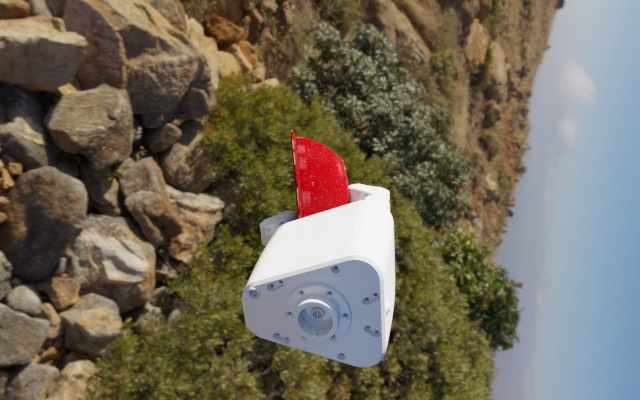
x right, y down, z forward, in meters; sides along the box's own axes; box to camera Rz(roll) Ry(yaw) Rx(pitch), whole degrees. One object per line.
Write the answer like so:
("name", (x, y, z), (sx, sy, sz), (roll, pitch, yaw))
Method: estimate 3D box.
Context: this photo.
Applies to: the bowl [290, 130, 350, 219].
("bowl", (0.000, 0.001, 0.530), (0.055, 0.162, 0.162), (-5, 0, -3))
